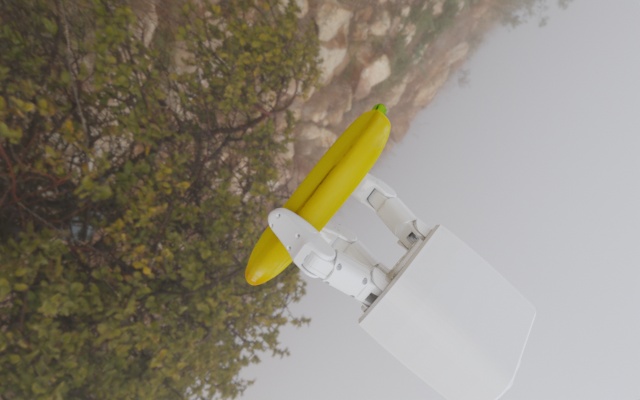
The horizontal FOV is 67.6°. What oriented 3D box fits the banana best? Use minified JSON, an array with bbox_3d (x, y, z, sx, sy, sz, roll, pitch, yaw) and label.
[{"bbox_3d":[0.001,-0.003,0.395,0.037,0.198,0.069,39,0,6],"label":"banana"}]
